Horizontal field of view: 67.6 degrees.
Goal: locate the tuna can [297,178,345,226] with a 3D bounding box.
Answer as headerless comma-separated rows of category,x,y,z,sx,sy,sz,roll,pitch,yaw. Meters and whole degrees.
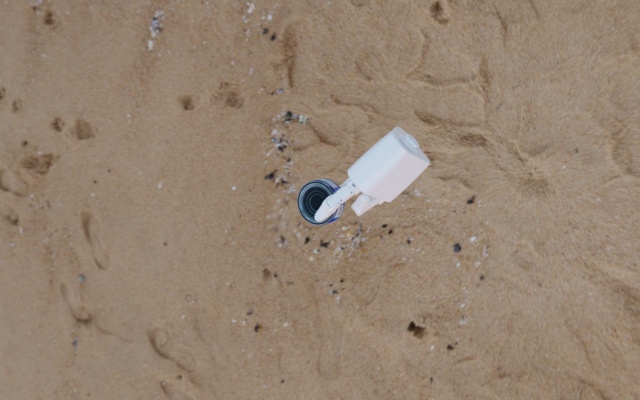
tuna can,0.000,0.003,0.885,0.086,0.086,0.034,0,7,28
